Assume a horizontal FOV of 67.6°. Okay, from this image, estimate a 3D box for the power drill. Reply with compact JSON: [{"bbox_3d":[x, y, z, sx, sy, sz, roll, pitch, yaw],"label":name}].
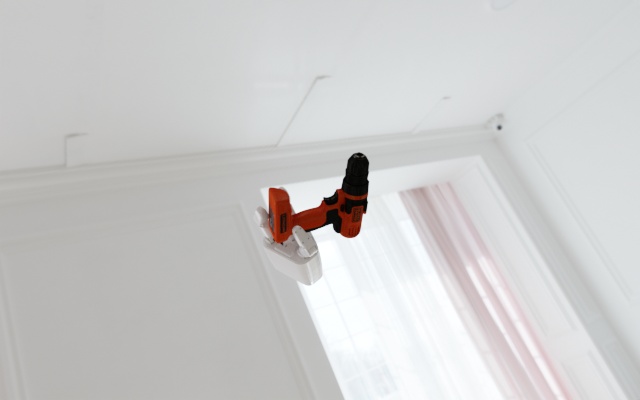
[{"bbox_3d":[0.000,0.003,0.877,0.187,0.185,0.057,-8,35,-17],"label":"power drill"}]
